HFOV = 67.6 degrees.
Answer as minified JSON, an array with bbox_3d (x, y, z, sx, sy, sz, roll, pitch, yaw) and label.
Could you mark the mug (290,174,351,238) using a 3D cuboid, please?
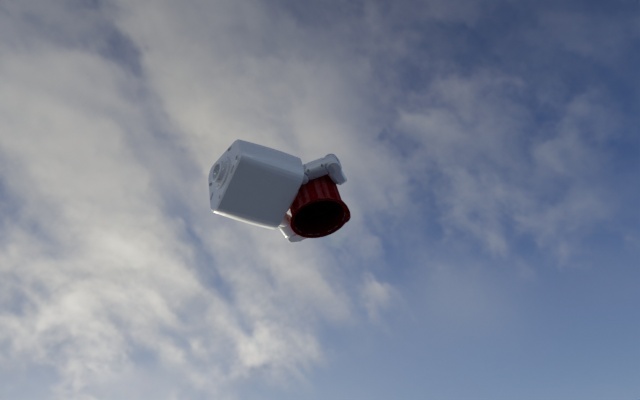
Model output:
[{"bbox_3d":[0.001,0.003,0.762,0.117,0.081,0.093,17,-51,-33],"label":"mug"}]
